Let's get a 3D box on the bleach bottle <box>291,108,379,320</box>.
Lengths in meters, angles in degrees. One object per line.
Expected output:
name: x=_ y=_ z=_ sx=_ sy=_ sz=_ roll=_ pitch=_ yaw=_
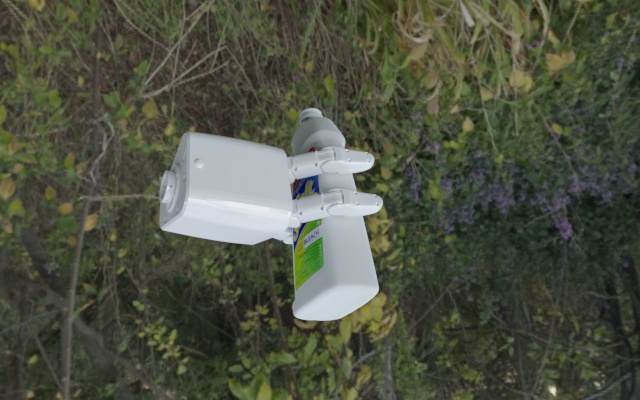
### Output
bleach bottle: x=0.000 y=0.002 z=0.555 sx=0.068 sy=0.250 sz=0.103 roll=10 pitch=-35 yaw=-29
